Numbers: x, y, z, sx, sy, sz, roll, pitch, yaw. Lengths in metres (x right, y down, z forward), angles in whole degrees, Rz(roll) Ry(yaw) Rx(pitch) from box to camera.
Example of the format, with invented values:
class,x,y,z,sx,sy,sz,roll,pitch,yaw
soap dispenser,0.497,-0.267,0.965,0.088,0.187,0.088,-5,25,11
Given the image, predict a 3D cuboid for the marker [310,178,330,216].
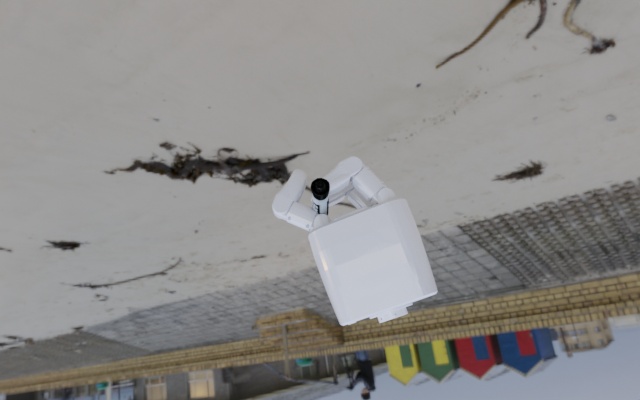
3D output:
class,x,y,z,sx,sy,sz,roll,pitch,yaw
marker,0.000,0.002,0.511,0.020,0.020,0.121,0,-16,0
